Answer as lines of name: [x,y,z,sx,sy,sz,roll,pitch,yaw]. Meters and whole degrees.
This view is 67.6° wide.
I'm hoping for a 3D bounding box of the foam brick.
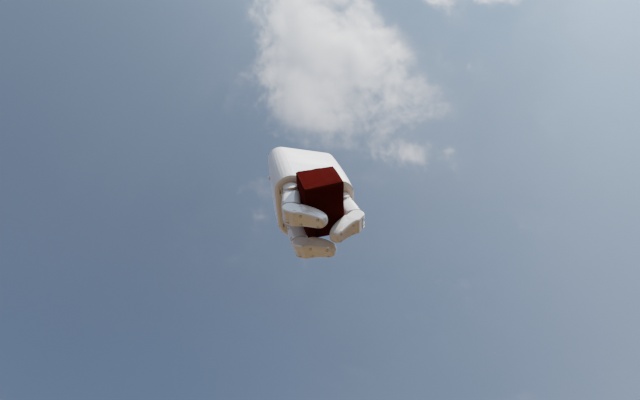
foam brick: [0.000,0.002,0.625,0.053,0.078,0.051,-9,33,-10]
